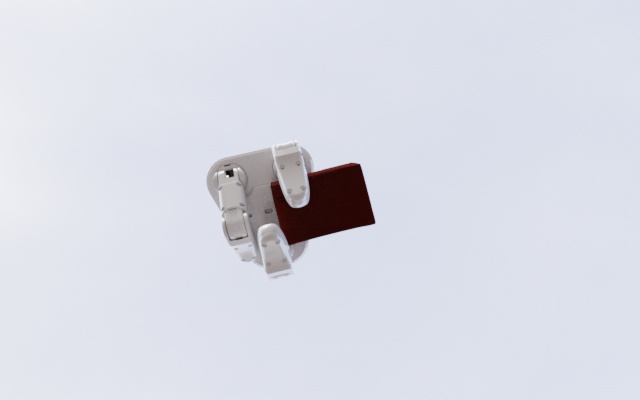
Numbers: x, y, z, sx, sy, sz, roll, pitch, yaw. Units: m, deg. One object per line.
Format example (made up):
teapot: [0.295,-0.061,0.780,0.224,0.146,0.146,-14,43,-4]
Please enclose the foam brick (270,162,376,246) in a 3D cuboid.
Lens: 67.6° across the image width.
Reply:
foam brick: [0.000,0.001,0.407,0.078,0.053,0.051,-13,6,-3]
